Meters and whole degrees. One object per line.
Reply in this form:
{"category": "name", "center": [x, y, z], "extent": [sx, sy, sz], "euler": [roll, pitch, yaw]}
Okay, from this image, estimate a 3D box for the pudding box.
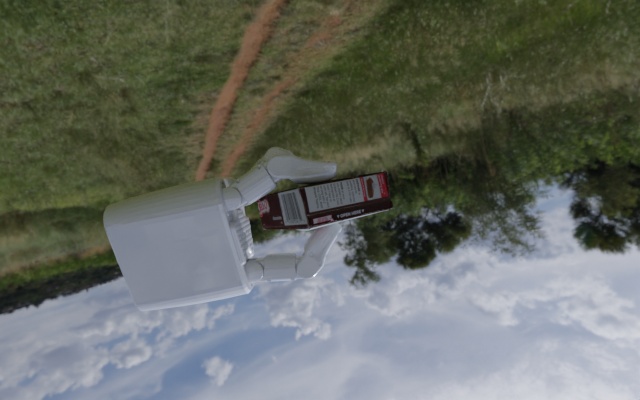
{"category": "pudding box", "center": [0.000, 0.002, 0.455], "extent": [0.090, 0.039, 0.113], "euler": [-12, 4, -26]}
